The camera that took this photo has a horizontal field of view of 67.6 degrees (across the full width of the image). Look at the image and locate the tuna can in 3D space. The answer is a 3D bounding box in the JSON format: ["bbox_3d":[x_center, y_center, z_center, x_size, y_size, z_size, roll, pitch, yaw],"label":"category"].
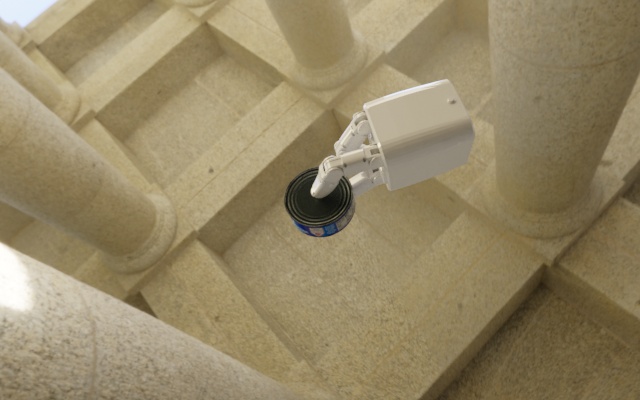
[{"bbox_3d":[0.000,0.002,0.594,0.086,0.086,0.034,0,-30,13],"label":"tuna can"}]
